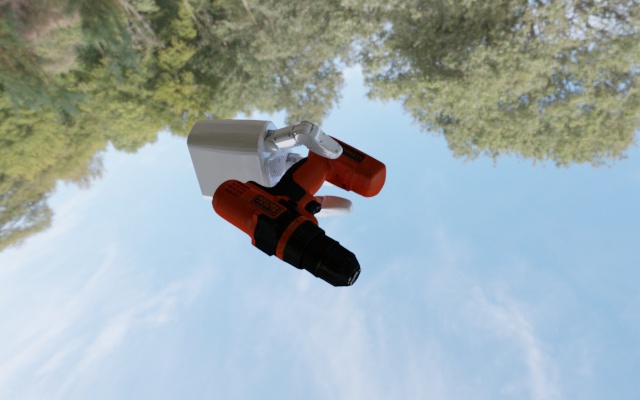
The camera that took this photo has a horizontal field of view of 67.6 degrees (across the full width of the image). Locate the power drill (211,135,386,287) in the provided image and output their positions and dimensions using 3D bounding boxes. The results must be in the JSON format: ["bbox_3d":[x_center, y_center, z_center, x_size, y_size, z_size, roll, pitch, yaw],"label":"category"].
[{"bbox_3d":[0.000,0.001,0.549,0.184,0.057,0.187,31,42,20],"label":"power drill"}]
